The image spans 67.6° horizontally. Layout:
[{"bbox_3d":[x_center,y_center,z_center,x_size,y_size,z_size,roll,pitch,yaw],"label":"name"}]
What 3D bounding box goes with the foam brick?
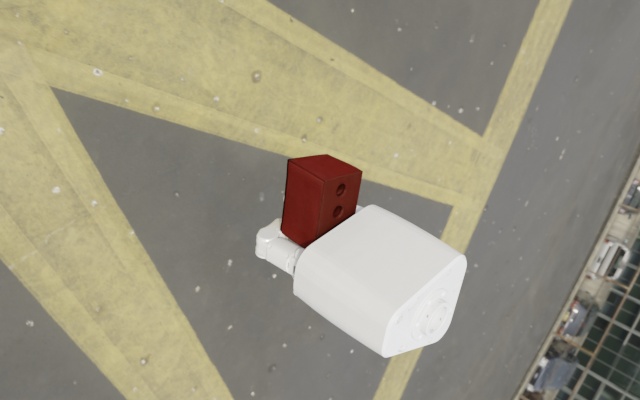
[{"bbox_3d":[0.000,0.001,0.454,0.053,0.078,0.051,-15,33,-41],"label":"foam brick"}]
